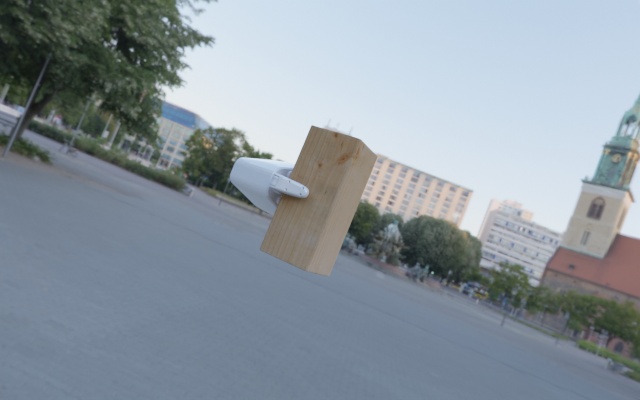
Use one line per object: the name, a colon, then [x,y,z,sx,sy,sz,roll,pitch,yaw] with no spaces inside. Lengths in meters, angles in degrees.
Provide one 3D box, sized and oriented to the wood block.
wood block: [0.000,0.002,0.739,0.090,0.206,0.091,20,-3,27]
